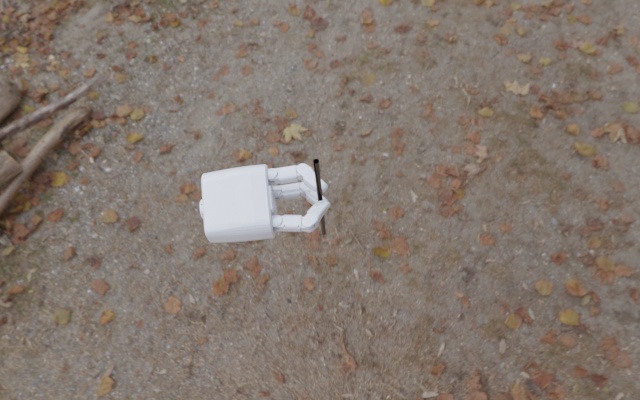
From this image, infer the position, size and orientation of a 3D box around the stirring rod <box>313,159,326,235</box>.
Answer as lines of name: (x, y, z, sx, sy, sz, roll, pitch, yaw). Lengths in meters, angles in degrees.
stirring rod: (0.000, 0.003, 0.772, 0.011, 0.011, 0.240, 0, -29, 3)
